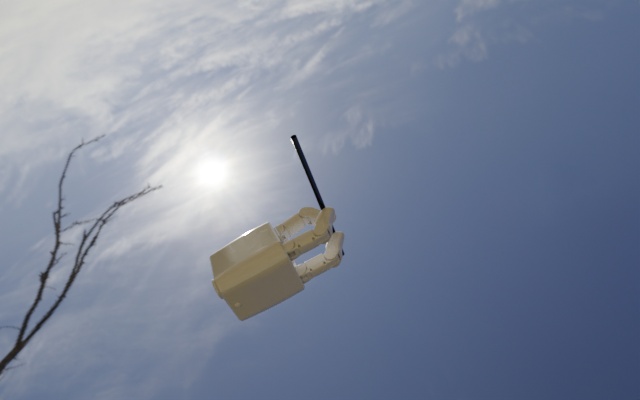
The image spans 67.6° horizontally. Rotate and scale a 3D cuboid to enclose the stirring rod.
[{"bbox_3d":[0.000,0.002,0.694,0.011,0.240,0.011,-13,42,11],"label":"stirring rod"}]
